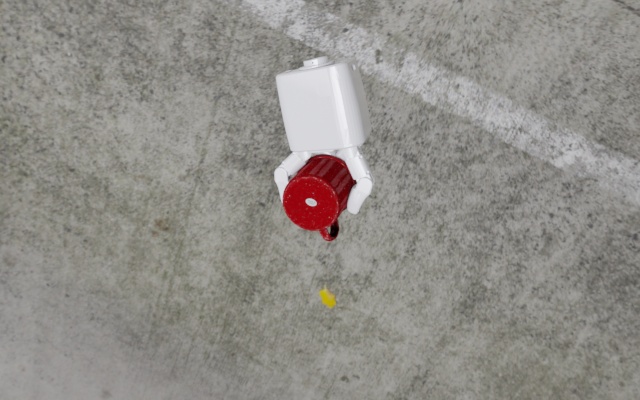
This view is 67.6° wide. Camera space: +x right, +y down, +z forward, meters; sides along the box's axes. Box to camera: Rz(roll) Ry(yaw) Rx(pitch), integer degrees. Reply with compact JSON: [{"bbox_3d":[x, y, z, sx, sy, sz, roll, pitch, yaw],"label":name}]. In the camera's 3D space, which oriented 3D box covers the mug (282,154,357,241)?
[{"bbox_3d":[0.000,0.004,0.668,0.093,0.117,0.081,-9,18,20],"label":"mug"}]
